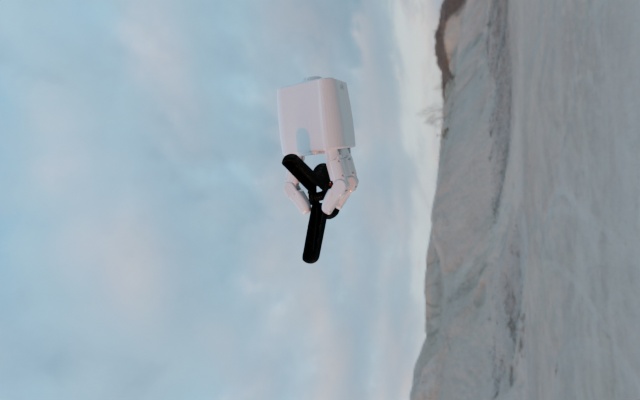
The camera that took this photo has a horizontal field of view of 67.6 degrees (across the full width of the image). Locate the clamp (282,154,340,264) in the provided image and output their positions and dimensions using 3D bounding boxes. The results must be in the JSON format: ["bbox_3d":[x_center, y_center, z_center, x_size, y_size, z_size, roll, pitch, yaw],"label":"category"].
[{"bbox_3d":[0.000,0.002,0.772,0.036,0.164,0.210,-6,5,21],"label":"clamp"}]
